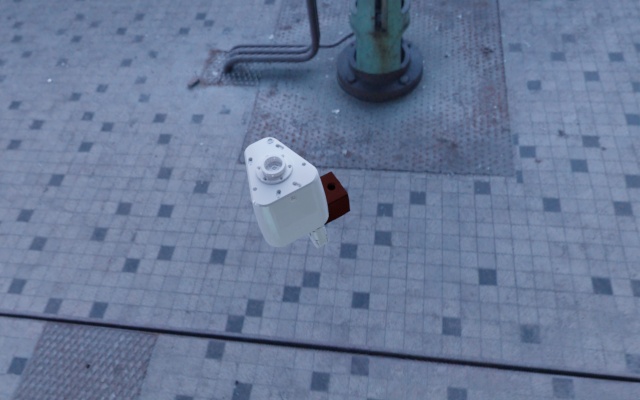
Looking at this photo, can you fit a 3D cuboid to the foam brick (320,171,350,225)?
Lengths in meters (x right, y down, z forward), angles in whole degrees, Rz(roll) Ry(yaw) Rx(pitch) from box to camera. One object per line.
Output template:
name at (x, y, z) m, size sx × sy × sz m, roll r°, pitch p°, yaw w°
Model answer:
foam brick at (0.000, 0.002, 0.738) m, size 0.078 × 0.053 × 0.051 m, roll -28°, pitch -33°, yaw -11°
